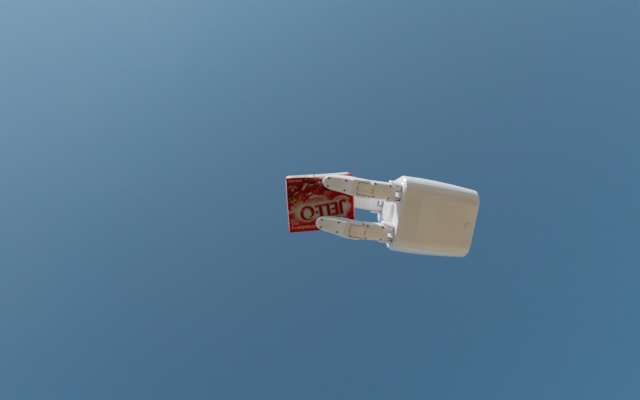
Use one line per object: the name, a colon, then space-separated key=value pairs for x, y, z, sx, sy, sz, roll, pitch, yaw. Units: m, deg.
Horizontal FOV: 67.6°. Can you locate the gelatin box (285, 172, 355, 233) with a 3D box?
gelatin box: x=0.000 y=0.002 z=0.637 sx=0.089 sy=0.073 sz=0.030 roll=-4 pitch=8 yaw=-3
